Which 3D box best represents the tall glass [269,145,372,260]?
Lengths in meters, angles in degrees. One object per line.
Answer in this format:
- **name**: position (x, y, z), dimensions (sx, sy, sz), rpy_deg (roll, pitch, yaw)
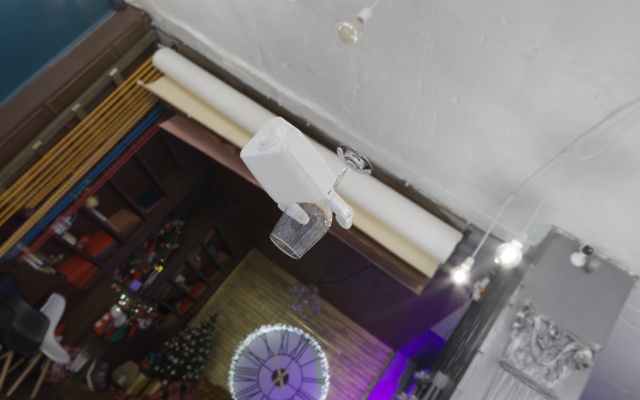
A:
- **tall glass**: position (0.001, 0.002, 0.801), dimensions (0.079, 0.201, 0.079), rpy_deg (34, -18, 13)
